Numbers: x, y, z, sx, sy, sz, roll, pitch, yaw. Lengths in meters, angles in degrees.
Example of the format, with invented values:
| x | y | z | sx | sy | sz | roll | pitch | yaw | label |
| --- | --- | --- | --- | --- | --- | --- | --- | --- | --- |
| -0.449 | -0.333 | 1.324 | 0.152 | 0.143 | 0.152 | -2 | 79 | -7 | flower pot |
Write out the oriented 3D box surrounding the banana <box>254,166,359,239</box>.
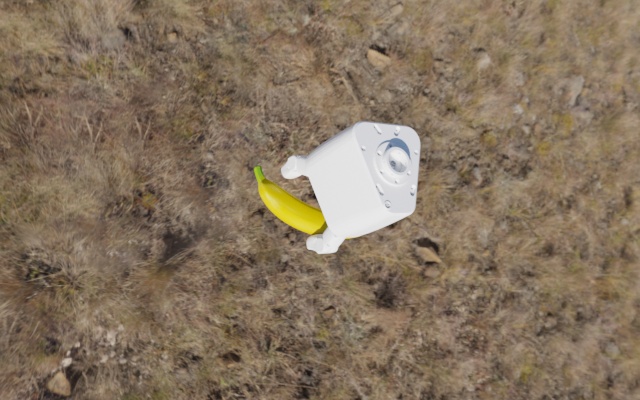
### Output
| x | y | z | sx | sy | sz | roll | pitch | yaw | label |
| --- | --- | --- | --- | --- | --- | --- | --- | --- | --- |
| -0.007 | 0.017 | 0.665 | 0.198 | 0.069 | 0.037 | 26 | -32 | -20 | banana |
